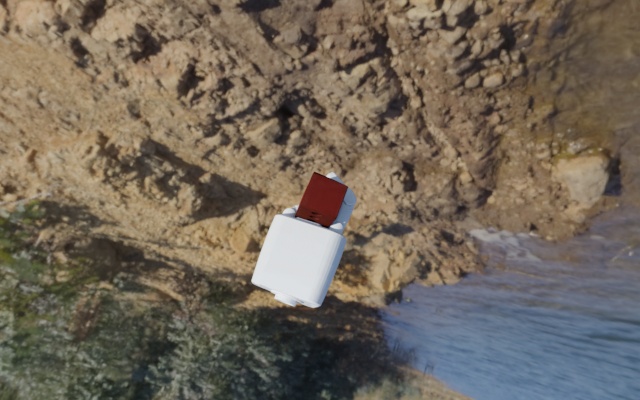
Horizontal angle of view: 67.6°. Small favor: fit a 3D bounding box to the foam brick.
[{"bbox_3d":[0.000,0.002,0.670,0.053,0.051,0.078,23,-16,-2],"label":"foam brick"}]
